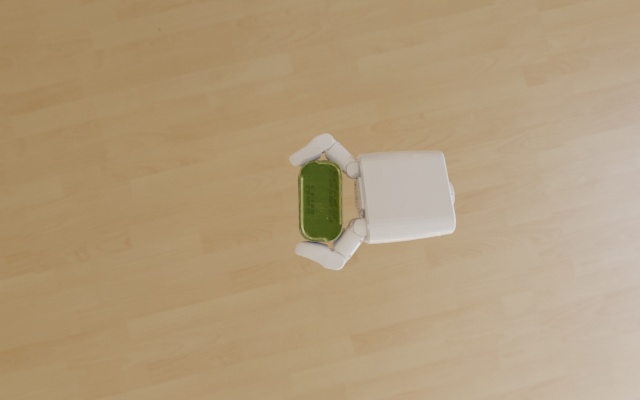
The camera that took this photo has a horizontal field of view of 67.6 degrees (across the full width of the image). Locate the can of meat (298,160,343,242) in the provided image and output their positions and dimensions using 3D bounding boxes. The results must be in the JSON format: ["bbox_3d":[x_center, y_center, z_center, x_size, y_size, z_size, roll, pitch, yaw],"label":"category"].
[{"bbox_3d":[0.000,0.002,0.596,0.057,0.102,0.084,-1,-2,-1],"label":"can of meat"}]
